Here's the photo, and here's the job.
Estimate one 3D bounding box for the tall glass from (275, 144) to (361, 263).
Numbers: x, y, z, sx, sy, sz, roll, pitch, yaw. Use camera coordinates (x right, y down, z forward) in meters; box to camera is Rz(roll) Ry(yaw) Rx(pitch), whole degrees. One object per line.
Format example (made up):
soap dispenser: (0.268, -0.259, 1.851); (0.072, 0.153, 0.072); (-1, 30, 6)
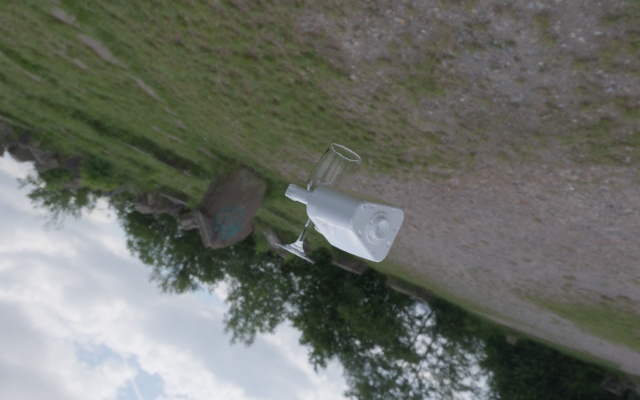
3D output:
tall glass: (0.000, 0.003, 0.835); (0.079, 0.201, 0.079); (27, -6, 3)
